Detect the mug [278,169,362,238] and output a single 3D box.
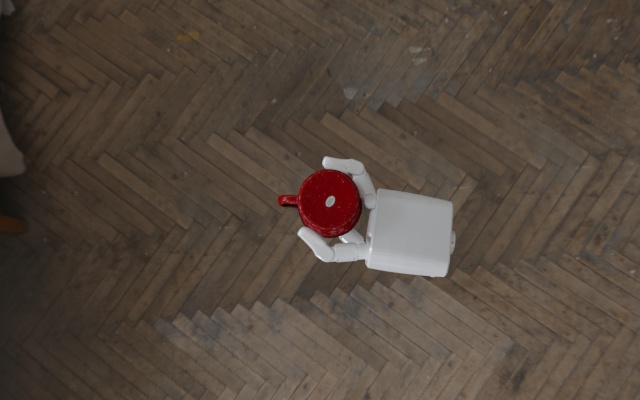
[{"bbox_3d":[-0.001,0.002,0.649,0.117,0.093,0.081,6,-6,3],"label":"mug"}]
